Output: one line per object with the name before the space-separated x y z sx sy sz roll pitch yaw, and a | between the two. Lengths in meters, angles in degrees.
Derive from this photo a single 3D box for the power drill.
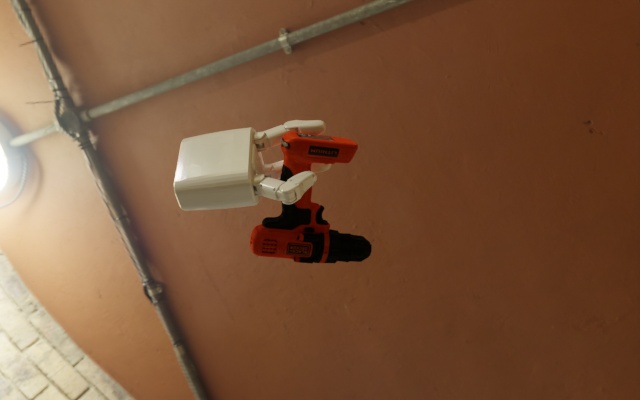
power drill | 0.000 0.002 0.688 0.184 0.188 0.057 5 15 -17
